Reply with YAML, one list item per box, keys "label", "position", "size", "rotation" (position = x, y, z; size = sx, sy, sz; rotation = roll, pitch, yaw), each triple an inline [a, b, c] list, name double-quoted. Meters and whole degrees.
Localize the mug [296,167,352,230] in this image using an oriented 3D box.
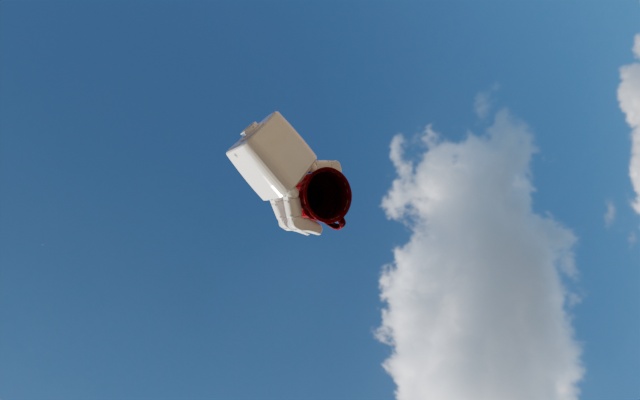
- label: "mug"
  position: [0.001, 0.004, 0.821]
  size: [0.093, 0.117, 0.081]
  rotation: [-47, 19, -25]
